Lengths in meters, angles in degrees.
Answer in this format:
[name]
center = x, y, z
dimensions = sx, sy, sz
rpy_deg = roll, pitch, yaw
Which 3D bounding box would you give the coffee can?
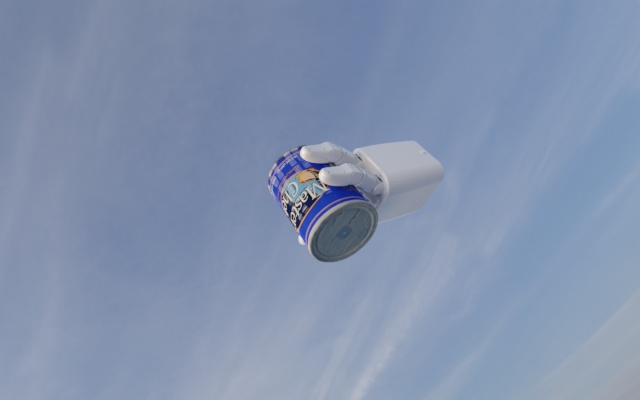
[coffee can]
center = 0.000, 0.002, 0.668
dimensions = 0.103, 0.103, 0.140
rpy_deg = 0, 37, -35
